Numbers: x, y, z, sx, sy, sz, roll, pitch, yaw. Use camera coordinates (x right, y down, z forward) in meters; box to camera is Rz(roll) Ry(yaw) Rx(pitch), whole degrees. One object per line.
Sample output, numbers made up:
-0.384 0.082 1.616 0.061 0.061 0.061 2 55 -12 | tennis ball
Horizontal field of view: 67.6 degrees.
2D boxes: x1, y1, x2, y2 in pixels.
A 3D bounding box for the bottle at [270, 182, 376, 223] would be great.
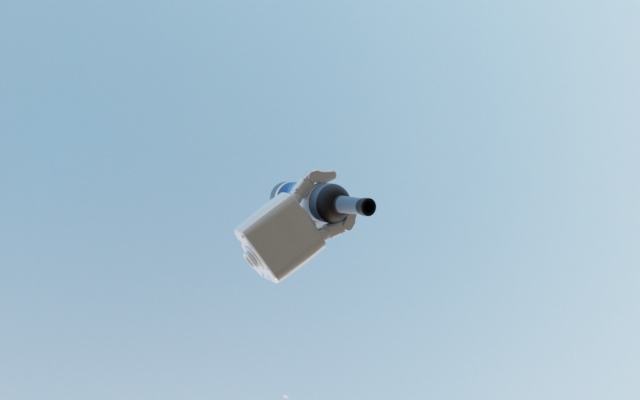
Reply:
0.000 0.003 0.830 0.069 0.069 0.295 0 3 -29 | bottle
